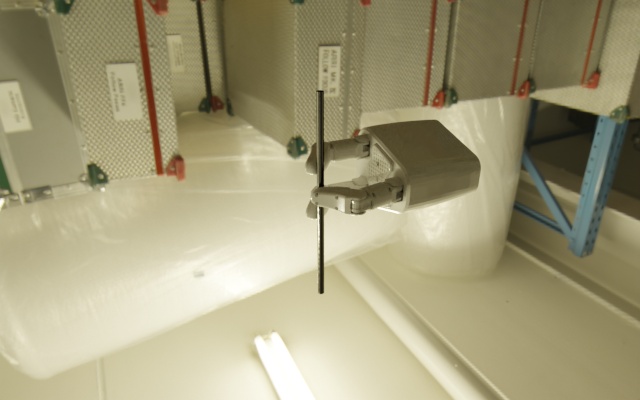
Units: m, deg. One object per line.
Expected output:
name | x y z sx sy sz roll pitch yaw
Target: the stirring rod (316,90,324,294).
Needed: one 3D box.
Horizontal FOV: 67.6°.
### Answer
stirring rod | 0.000 0.002 0.517 0.011 0.240 0.011 0 26 0
